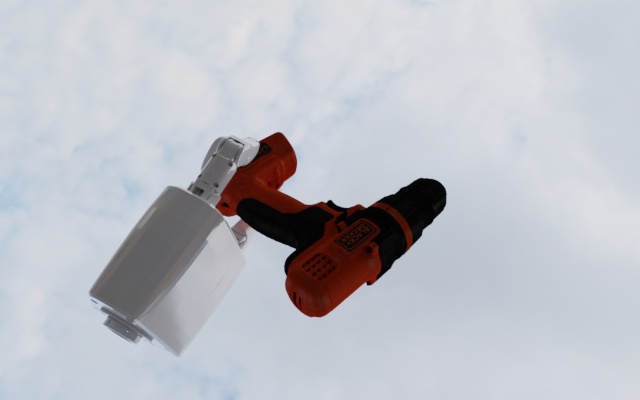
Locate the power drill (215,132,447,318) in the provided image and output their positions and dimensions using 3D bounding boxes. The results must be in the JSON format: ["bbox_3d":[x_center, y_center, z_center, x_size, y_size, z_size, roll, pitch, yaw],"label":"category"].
[{"bbox_3d":[0.000,0.001,0.447,0.184,0.057,0.187,-33,49,-32],"label":"power drill"}]
